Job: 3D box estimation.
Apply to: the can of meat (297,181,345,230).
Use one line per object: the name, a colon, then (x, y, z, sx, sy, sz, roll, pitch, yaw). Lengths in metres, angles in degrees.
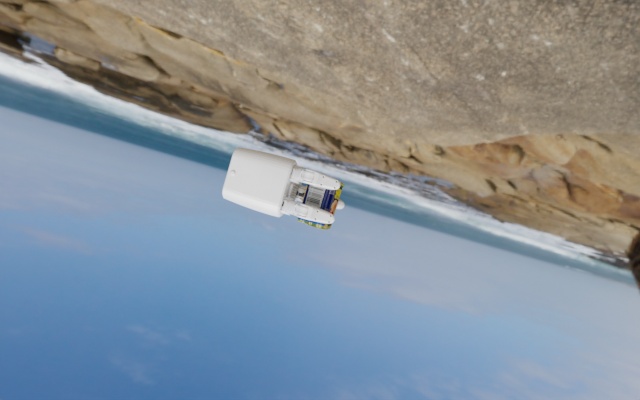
can of meat: (0.000, 0.003, 0.818, 0.057, 0.084, 0.102, 16, 0, 8)
